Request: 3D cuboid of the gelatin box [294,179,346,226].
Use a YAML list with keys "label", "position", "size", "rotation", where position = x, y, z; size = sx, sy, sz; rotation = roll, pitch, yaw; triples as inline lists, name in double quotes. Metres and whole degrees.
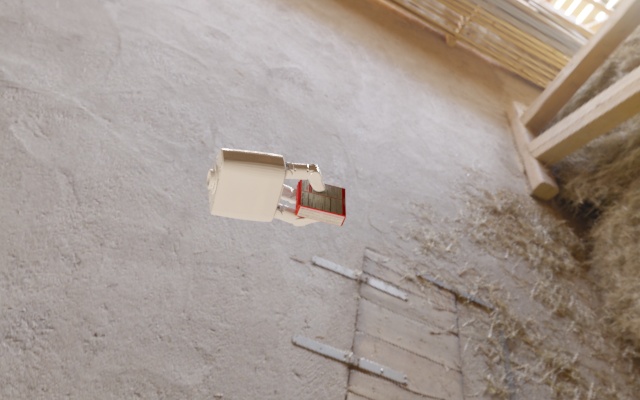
- label: "gelatin box"
  position: [0.001, 0.003, 0.853]
  size: [0.089, 0.030, 0.073]
  rotation: [13, 42, -11]
